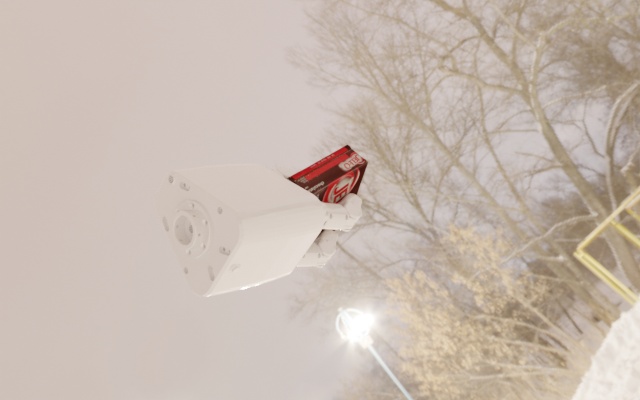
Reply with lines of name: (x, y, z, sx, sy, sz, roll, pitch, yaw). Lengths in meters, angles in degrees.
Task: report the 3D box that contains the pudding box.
pudding box: (0.000, 0.002, 0.535, 0.090, 0.039, 0.114, -31, -25, -30)
